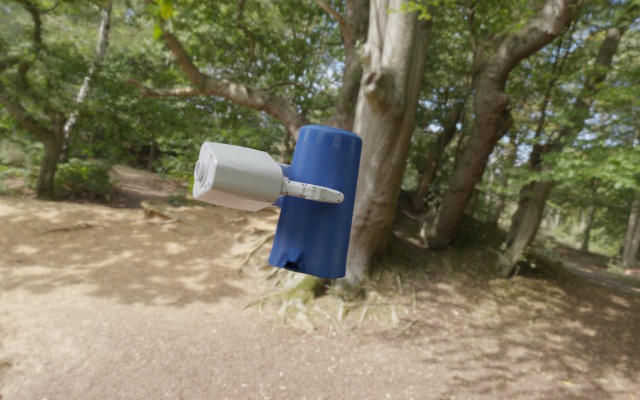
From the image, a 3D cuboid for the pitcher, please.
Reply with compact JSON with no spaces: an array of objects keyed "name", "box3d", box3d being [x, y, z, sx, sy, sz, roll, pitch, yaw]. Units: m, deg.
[{"name":"pitcher","box3d":[0.000,0.003,0.813,0.145,0.243,0.149,10,2,-26]}]
